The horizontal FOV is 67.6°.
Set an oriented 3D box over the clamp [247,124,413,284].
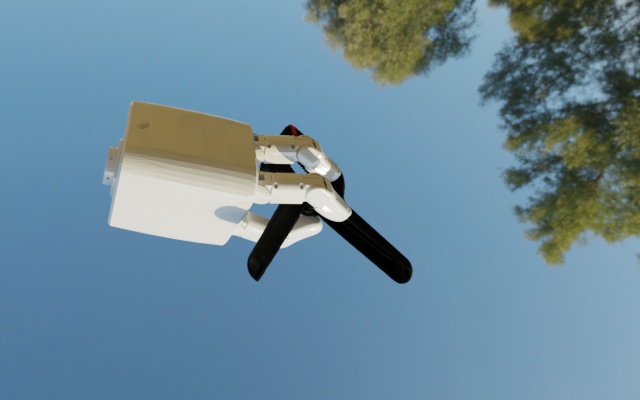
[{"bbox_3d":[-0.001,0.002,0.483,0.164,0.209,0.036,12,-50,-24],"label":"clamp"}]
